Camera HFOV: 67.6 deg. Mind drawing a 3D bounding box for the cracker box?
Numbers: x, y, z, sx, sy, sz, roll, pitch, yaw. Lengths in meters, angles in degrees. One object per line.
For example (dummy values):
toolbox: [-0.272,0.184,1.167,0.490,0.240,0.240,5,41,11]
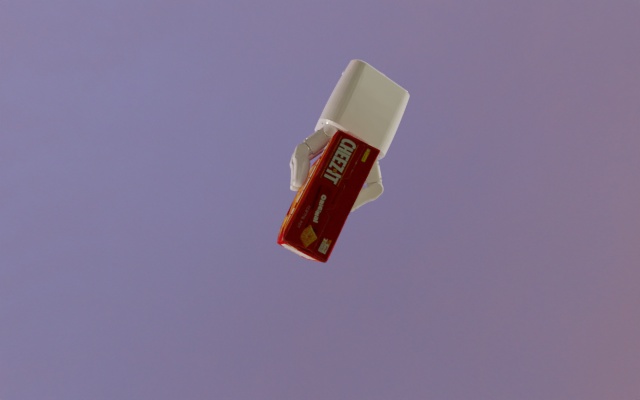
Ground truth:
cracker box: [0.000,0.002,0.703,0.072,0.164,0.214,27,-8,-4]
